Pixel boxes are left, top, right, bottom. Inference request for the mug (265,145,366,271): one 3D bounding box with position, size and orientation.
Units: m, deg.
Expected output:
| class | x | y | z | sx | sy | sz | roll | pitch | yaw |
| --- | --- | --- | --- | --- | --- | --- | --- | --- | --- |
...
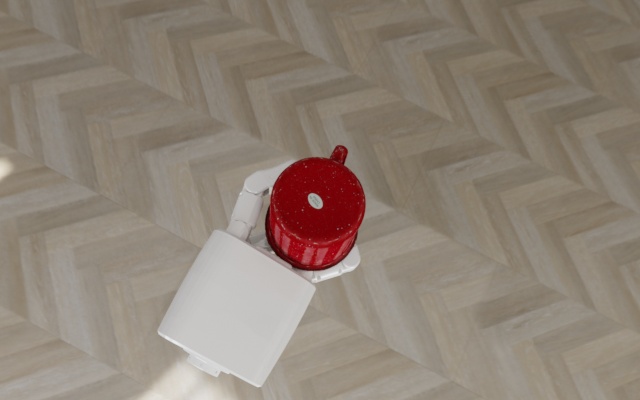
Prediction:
| class | x | y | z | sx | sy | sz | roll | pitch | yaw |
| --- | --- | --- | --- | --- | --- | --- | --- | --- | --- |
| mug | 0.001 | 0.000 | 0.439 | 0.093 | 0.117 | 0.081 | 25 | -19 | 3 |
